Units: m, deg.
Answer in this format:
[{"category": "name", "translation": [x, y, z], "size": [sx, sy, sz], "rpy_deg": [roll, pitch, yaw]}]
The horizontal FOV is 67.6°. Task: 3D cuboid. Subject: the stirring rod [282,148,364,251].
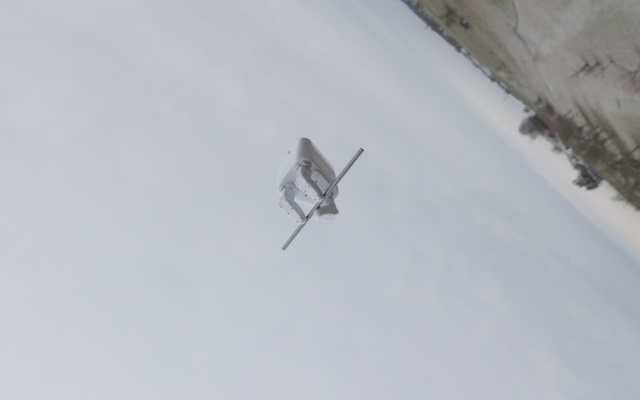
[{"category": "stirring rod", "translation": [0.000, 0.003, 0.832], "size": [0.011, 0.240, 0.011], "rpy_deg": [31, 24, -16]}]
